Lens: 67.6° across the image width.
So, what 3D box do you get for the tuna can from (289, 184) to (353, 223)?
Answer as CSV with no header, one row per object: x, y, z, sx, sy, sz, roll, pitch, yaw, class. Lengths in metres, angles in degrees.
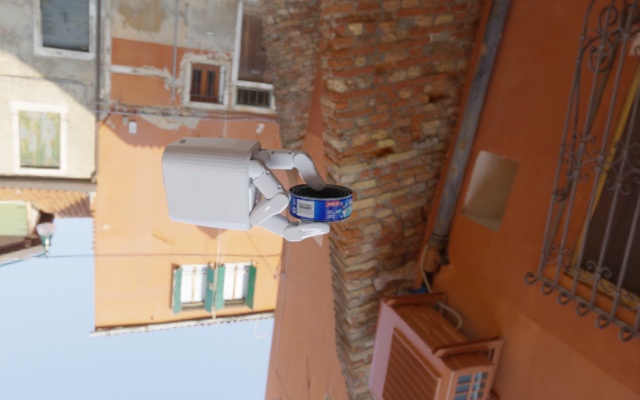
0.000,0.003,0.641,0.086,0.034,0.086,2,15,0,tuna can
